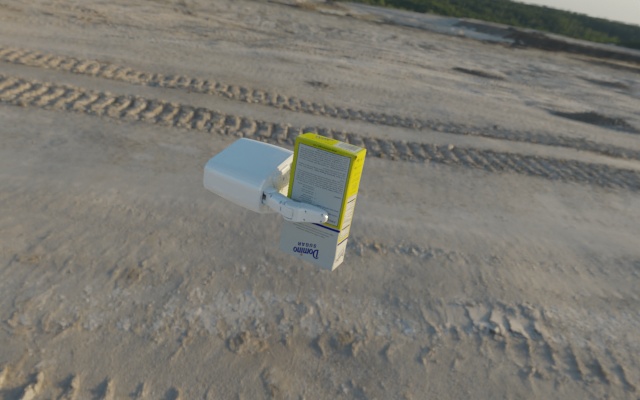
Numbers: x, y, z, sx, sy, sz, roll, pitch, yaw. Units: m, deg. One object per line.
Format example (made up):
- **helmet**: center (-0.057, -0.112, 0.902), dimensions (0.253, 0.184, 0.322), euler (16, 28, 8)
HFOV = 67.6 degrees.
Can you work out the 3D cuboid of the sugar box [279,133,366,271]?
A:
- **sugar box**: center (0.000, 0.002, 0.676), dimensions (0.093, 0.176, 0.048), euler (20, 25, 21)
